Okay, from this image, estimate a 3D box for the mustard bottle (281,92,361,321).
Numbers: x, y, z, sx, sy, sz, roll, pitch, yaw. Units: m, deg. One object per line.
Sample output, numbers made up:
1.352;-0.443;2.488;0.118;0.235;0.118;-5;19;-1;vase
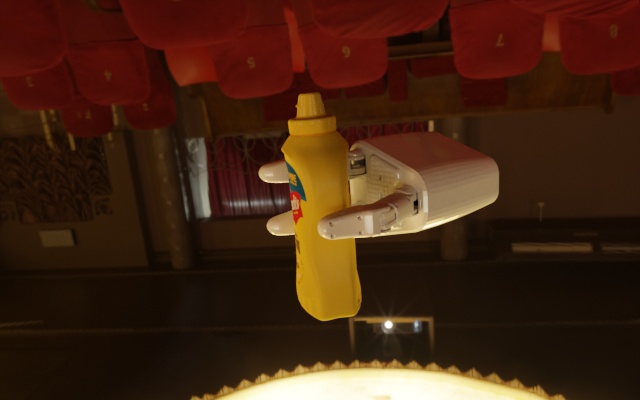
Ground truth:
0.000;0.002;0.427;0.058;0.192;0.096;-7;15;-7;mustard bottle
